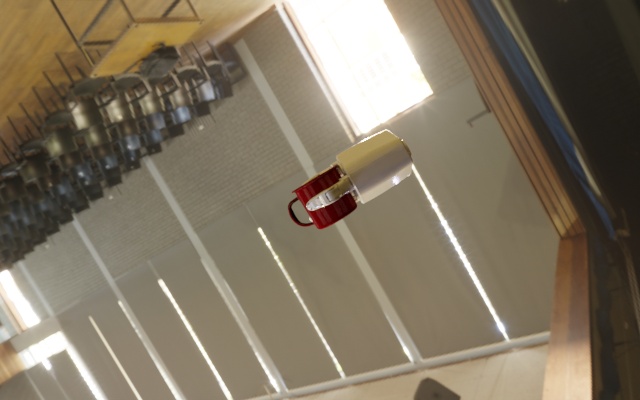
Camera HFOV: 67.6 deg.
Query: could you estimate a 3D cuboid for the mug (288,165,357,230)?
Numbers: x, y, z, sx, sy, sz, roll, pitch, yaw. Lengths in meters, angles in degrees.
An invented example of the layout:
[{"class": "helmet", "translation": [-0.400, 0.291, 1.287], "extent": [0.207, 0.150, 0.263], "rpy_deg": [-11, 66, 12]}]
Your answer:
[{"class": "mug", "translation": [-0.001, 0.004, 0.824], "extent": [0.117, 0.081, 0.093], "rpy_deg": [-31, 3, 4]}]
